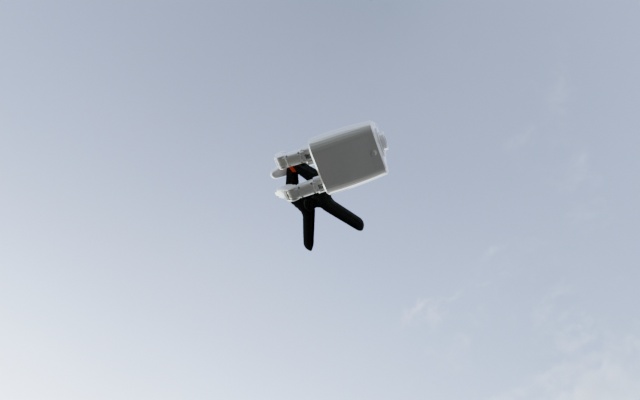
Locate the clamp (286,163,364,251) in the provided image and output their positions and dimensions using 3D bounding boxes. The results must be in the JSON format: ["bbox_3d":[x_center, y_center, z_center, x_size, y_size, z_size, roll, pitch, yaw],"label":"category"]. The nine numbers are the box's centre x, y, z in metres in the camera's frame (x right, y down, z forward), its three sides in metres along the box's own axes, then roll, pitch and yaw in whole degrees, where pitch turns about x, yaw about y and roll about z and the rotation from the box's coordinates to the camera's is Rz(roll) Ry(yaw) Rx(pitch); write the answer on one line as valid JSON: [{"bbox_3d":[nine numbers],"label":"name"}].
[{"bbox_3d":[0.000,0.002,0.837,0.120,0.171,0.039,-17,20,14],"label":"clamp"}]
